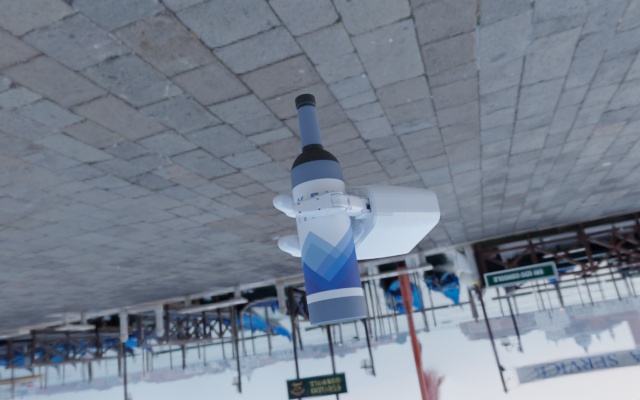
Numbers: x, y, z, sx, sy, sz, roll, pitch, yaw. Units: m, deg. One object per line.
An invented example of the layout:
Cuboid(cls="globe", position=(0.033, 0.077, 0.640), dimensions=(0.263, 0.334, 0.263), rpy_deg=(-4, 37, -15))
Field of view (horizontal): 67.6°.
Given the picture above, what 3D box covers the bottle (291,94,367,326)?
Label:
Cuboid(cls="bottle", position=(0.000, 0.002, 0.599), dimensions=(0.069, 0.295, 0.069), rpy_deg=(-8, -17, -2))
